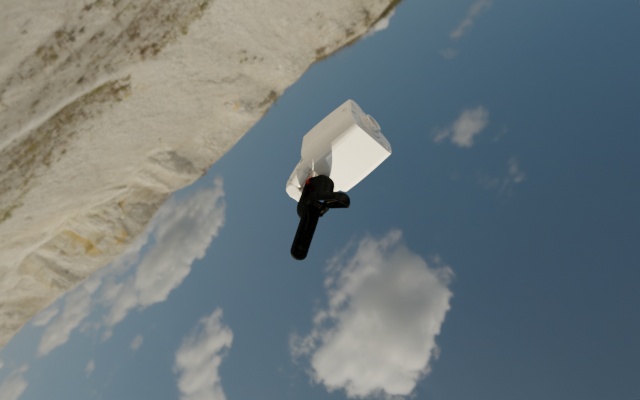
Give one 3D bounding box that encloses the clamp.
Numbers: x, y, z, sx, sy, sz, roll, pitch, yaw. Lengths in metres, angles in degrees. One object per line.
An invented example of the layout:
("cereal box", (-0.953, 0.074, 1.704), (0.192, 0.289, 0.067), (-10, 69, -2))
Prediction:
("clamp", (0.000, 0.003, 0.723), (0.039, 0.120, 0.171), (38, 26, -23))
